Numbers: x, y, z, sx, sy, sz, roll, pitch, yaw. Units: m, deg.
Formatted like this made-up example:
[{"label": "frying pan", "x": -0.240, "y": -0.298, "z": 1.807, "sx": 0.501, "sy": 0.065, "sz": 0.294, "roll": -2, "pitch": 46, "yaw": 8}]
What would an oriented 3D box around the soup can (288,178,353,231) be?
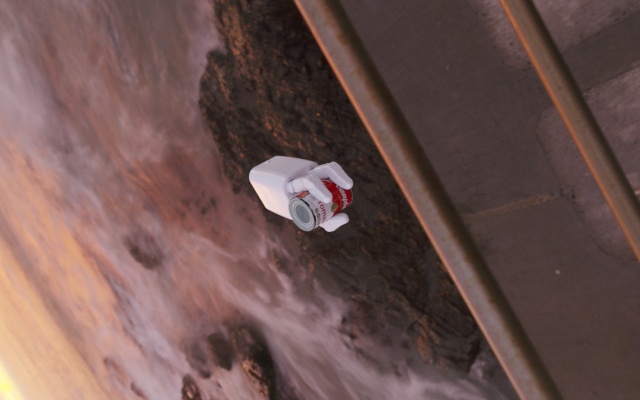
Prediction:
[{"label": "soup can", "x": 0.000, "y": 0.003, "z": 0.860, "sx": 0.102, "sy": 0.068, "sz": 0.068, "roll": -33, "pitch": 21, "yaw": -36}]
